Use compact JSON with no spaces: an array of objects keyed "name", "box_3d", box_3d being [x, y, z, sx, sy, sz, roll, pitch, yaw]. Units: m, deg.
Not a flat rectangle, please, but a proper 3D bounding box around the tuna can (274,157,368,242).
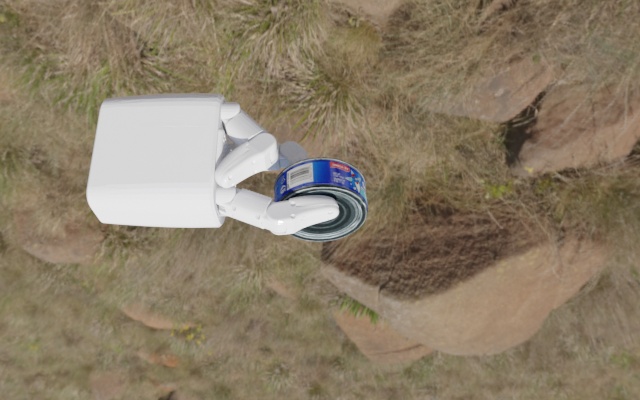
[{"name":"tuna can","box_3d":[0.000,0.002,0.437,0.086,0.033,0.086,-2,-38,-1]}]
